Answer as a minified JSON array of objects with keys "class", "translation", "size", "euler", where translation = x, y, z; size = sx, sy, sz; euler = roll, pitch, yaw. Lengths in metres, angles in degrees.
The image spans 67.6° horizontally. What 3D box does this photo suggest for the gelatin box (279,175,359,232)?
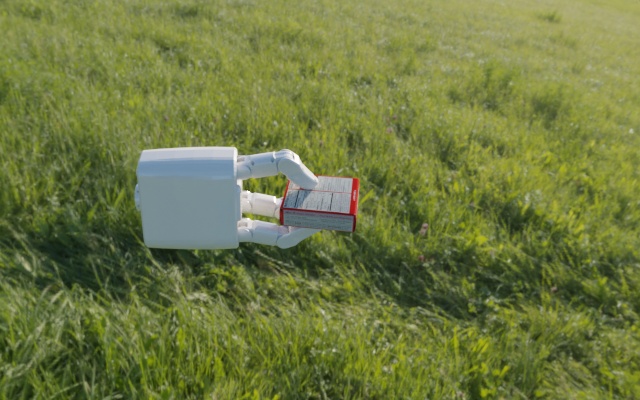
[{"class":"gelatin box","translation":[0.000,0.002,0.570],"size":[0.089,0.030,0.073],"euler":[4,37,5]}]
